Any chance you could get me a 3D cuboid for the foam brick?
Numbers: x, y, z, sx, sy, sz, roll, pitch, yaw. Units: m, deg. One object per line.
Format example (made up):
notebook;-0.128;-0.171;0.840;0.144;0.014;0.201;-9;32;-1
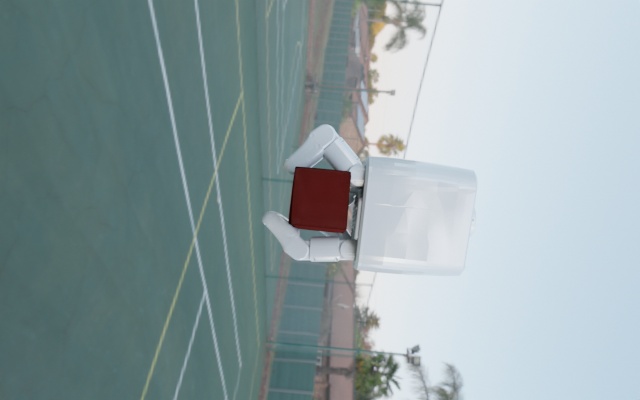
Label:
foam brick;0.000;0.002;0.449;0.051;0.053;0.078;6;-5;1
